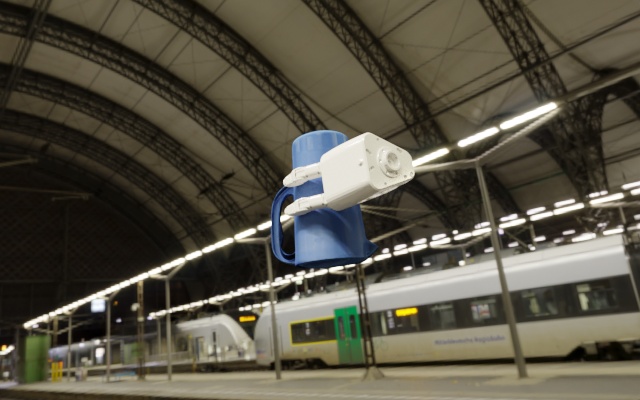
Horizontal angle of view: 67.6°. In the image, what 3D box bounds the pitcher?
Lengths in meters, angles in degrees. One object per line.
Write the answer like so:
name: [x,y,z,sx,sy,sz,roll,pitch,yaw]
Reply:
pitcher: [0.000,0.003,0.874,0.149,0.242,0.145,5,-18,-37]
